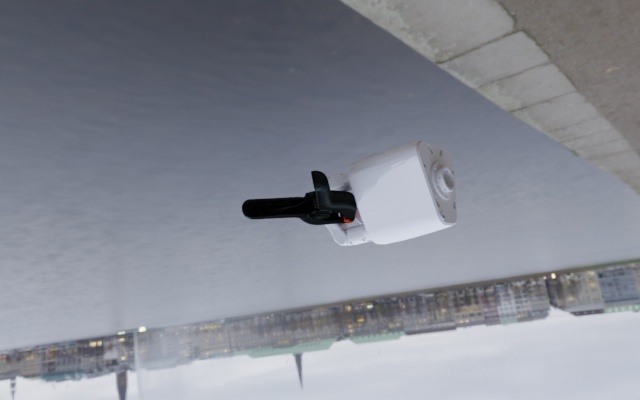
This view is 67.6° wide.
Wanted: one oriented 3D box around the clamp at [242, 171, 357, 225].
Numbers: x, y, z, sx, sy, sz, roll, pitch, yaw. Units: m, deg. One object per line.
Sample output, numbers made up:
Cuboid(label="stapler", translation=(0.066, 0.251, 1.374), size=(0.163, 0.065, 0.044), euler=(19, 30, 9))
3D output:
Cuboid(label="clamp", translation=(0.000, 0.003, 0.606), size=(0.120, 0.039, 0.171), euler=(-19, -16, 40))
